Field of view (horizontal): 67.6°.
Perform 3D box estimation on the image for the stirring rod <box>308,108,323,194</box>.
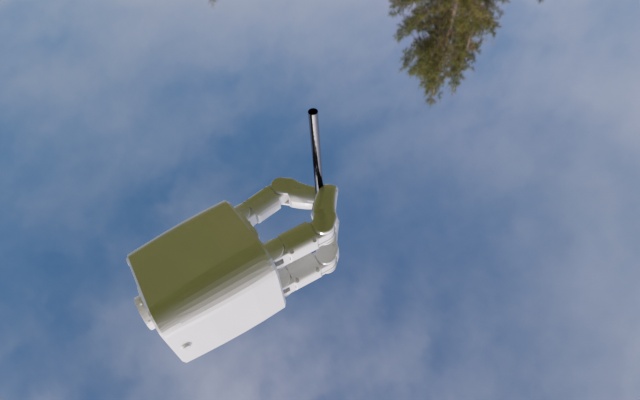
[{"bbox_3d":[0.000,0.002,0.472,0.011,0.011,0.240,0,-36,4],"label":"stirring rod"}]
